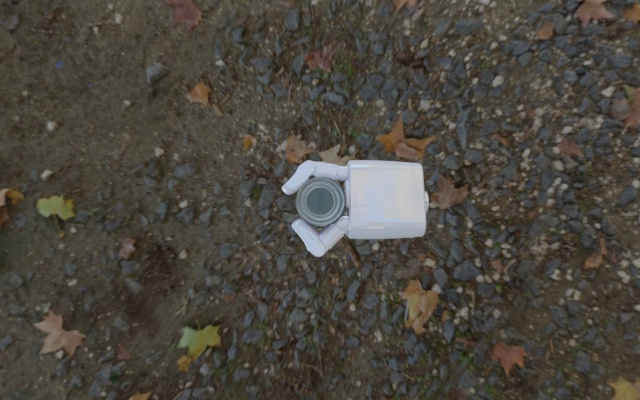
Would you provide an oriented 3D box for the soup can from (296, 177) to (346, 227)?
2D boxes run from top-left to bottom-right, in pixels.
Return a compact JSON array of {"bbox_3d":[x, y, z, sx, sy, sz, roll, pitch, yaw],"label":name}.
[{"bbox_3d":[0.000,0.002,0.676,0.068,0.068,0.102,0,-1,-1],"label":"soup can"}]
